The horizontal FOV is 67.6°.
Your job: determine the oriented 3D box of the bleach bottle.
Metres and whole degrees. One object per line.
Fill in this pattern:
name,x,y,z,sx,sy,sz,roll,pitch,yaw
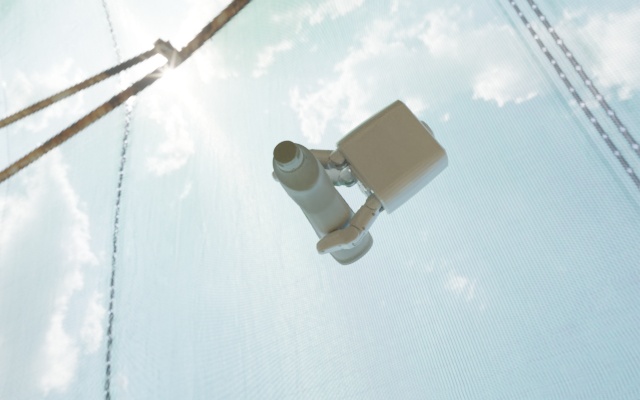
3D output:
bleach bottle,0.000,0.002,0.622,0.068,0.102,0.251,-37,-28,-1
